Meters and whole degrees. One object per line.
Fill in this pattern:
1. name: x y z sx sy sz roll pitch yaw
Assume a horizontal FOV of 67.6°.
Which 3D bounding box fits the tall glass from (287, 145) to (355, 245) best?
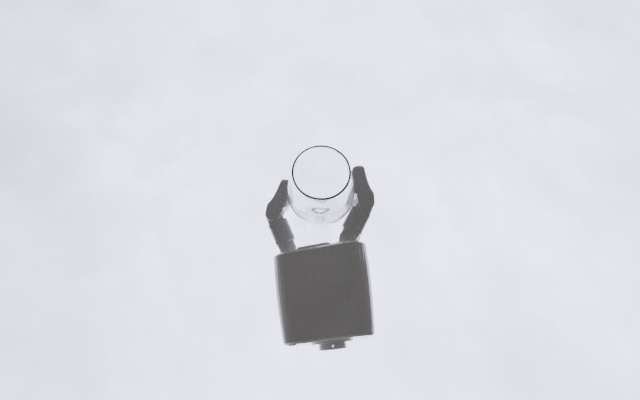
1. tall glass: 0.000 0.002 0.588 0.079 0.079 0.201 0 -19 0
